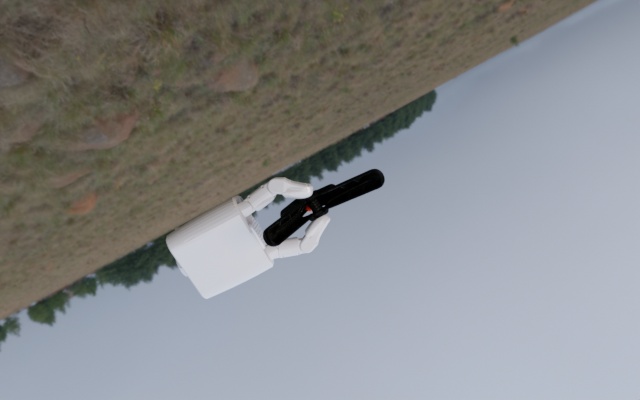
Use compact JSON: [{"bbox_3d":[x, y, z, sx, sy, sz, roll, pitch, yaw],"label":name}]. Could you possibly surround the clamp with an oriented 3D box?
[{"bbox_3d":[0.000,0.003,0.659,0.164,0.036,0.210,-28,5,-1],"label":"clamp"}]
